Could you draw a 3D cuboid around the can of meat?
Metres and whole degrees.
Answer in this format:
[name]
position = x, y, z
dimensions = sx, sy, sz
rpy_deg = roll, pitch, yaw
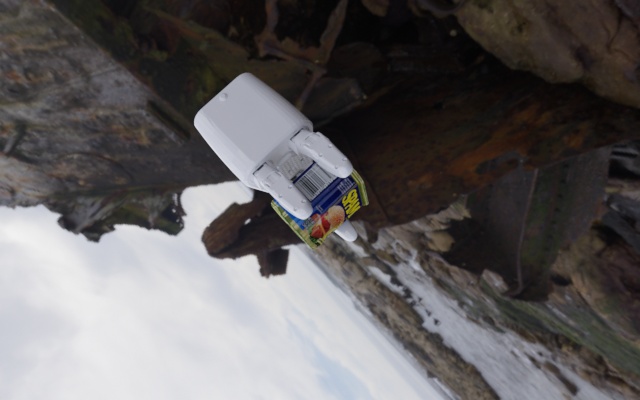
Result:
[can of meat]
position = 0.000, 0.002, 0.512
dimensions = 0.057, 0.084, 0.102
rpy_deg = 45, -6, 19
